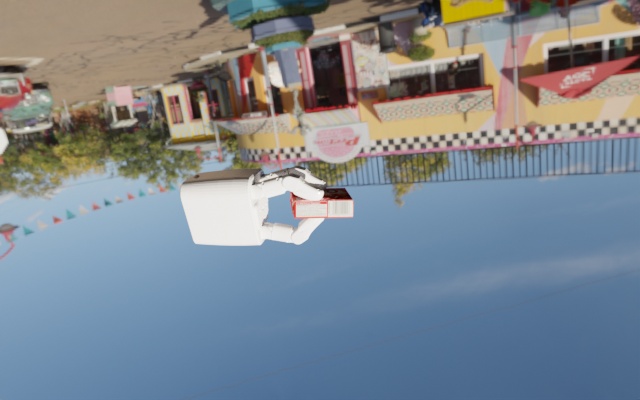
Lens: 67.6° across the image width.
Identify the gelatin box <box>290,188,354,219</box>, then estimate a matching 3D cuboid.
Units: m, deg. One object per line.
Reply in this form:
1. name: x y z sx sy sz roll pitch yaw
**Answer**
1. gelatin box: 0.000 0.003 0.716 0.089 0.030 0.073 -1 15 -6
